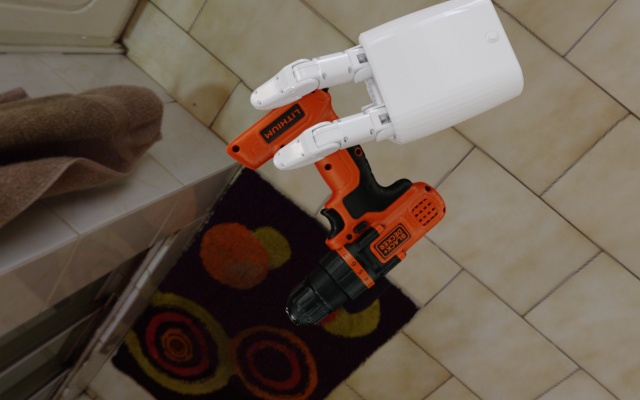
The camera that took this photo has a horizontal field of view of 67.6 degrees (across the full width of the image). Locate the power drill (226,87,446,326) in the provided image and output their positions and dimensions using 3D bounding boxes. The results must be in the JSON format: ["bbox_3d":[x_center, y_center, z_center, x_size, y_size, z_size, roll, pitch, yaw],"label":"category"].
[{"bbox_3d":[0.000,0.001,0.447,0.184,0.188,0.057,-40,11,-6],"label":"power drill"}]
